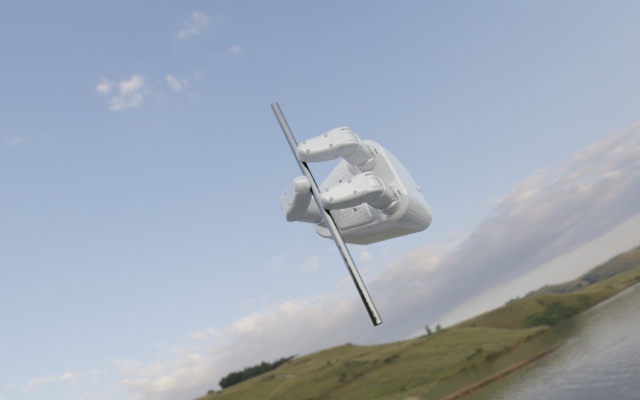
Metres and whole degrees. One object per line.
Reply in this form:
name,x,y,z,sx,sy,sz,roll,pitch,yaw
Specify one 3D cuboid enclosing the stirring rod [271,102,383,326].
stirring rod,0.000,0.002,0.437,0.011,0.239,0.011,-21,-24,-10
